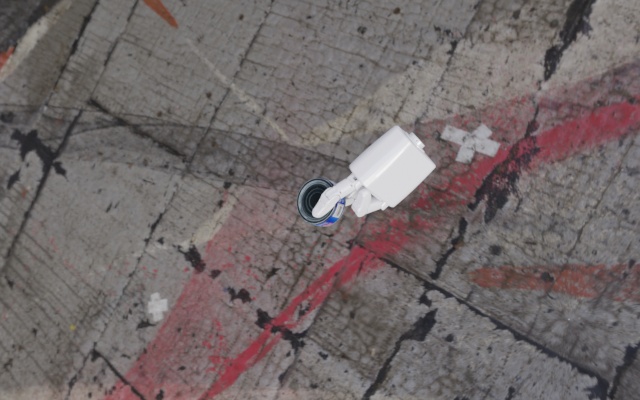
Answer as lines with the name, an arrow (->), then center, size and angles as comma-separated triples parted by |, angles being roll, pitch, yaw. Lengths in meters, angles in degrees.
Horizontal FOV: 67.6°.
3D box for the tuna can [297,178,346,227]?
tuna can -> 0.000, 0.003, 0.853 | 0.086, 0.086, 0.034 | 0, -9, 32
